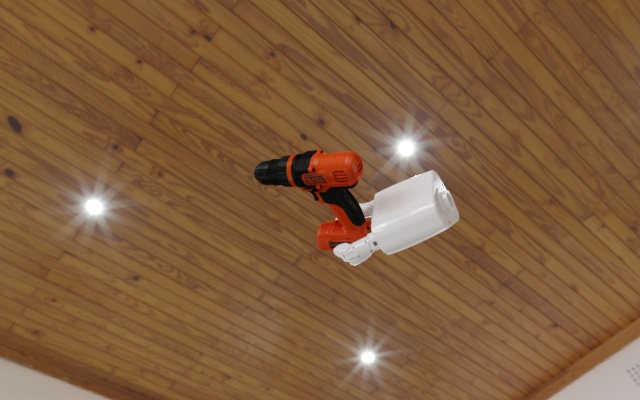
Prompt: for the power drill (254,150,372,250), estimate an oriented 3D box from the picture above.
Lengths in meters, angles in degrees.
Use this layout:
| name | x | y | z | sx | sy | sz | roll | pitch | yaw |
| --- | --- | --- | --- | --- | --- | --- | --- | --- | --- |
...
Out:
| name | x | y | z | sx | sy | sz | roll | pitch | yaw |
| --- | --- | --- | --- | --- | --- | --- | --- | --- | --- |
| power drill | 0.001 | 0.003 | 0.774 | 0.184 | 0.057 | 0.188 | -1 | -45 | 30 |
